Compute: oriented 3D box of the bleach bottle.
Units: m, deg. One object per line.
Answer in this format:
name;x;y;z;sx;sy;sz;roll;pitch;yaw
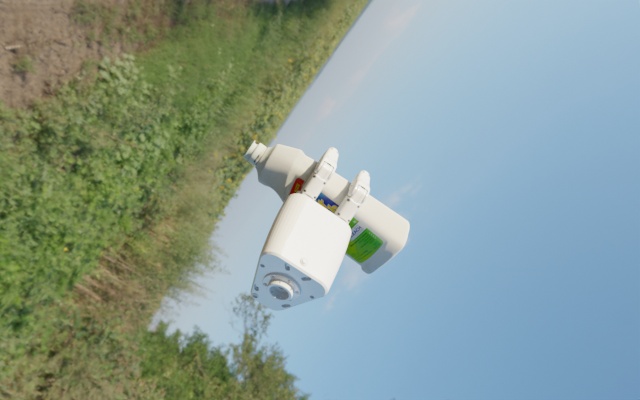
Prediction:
bleach bottle;0.000;0.002;0.684;0.251;0.068;0.103;34;-47;-10
